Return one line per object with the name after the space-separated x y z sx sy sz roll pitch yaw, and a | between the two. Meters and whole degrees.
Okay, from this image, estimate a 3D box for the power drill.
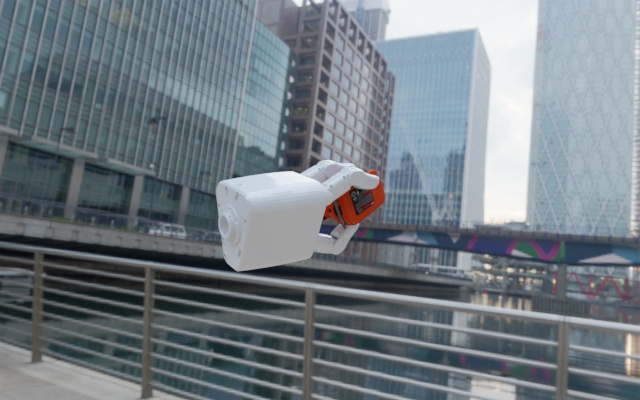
0.000 0.002 0.726 0.187 0.057 0.184 -12 14 39 | power drill
